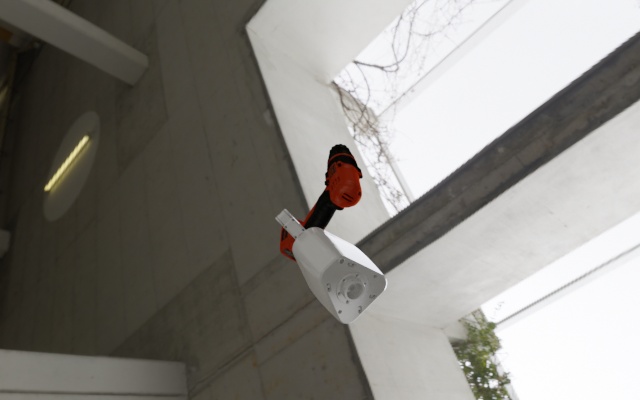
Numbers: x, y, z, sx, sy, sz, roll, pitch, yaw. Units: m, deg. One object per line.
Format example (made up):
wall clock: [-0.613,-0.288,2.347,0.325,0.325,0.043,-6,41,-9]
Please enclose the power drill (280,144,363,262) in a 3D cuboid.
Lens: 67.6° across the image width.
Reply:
power drill: [0.000,0.003,0.814,0.057,0.188,0.184,28,23,-14]
